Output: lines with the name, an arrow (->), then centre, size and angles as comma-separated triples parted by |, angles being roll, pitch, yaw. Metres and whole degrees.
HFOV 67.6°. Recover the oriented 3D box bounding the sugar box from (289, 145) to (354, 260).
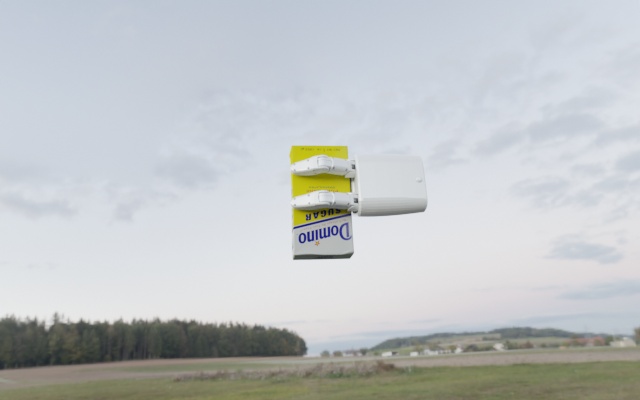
sugar box -> 0.000, 0.002, 0.743 | 0.093, 0.176, 0.048 | -1, -19, -7
